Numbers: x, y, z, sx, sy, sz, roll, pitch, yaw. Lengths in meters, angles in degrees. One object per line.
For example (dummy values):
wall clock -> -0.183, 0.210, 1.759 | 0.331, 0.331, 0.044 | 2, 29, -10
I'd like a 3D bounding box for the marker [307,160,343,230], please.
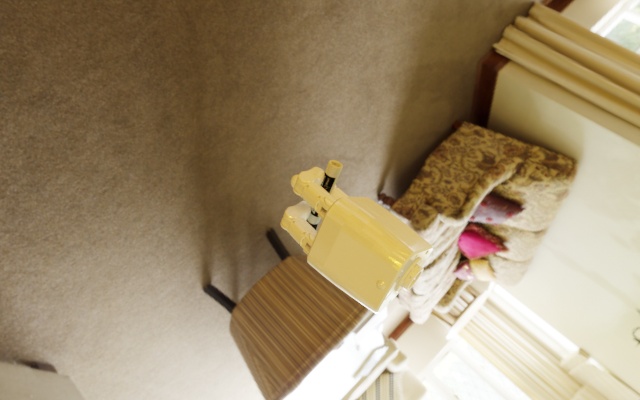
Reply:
marker -> 0.000, 0.002, 0.629 | 0.020, 0.121, 0.020 | 16, 31, -10
